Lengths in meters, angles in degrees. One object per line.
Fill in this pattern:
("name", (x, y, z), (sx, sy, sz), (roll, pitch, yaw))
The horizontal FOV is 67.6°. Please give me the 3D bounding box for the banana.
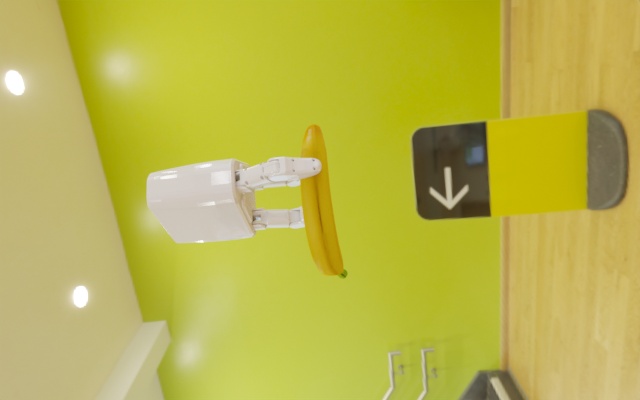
("banana", (-0.001, 0.008, 0.569), (0.037, 0.198, 0.069), (-8, 7, 7))
